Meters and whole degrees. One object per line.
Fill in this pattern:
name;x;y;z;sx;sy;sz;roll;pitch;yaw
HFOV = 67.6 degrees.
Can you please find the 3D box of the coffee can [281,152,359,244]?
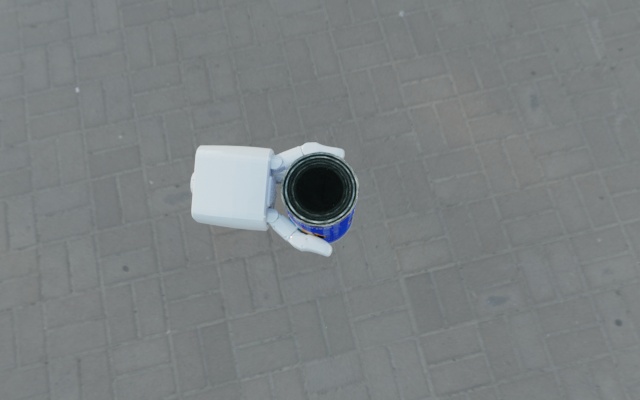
coffee can;0.000;0.002;0.686;0.103;0.102;0.140;0;-15;1
